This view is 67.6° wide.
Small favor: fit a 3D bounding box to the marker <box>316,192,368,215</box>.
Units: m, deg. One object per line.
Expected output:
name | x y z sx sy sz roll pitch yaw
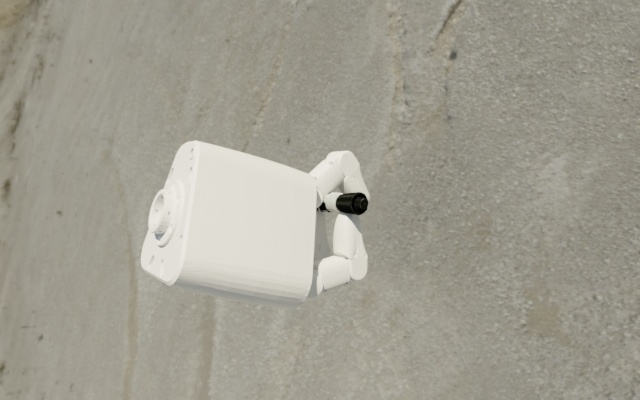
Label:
marker | 0.000 0.001 0.431 0.020 0.020 0.121 0 1 -35
